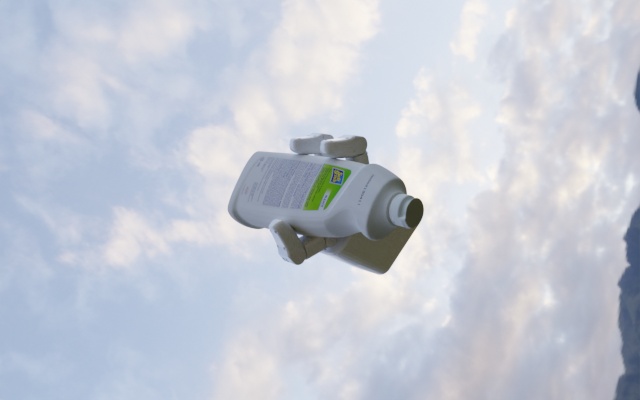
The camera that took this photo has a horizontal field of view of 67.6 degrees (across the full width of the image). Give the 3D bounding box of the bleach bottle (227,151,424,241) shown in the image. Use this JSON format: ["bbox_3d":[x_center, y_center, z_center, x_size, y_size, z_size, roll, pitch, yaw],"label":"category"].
[{"bbox_3d":[0.000,0.002,0.532,0.251,0.102,0.068,12,-14,47],"label":"bleach bottle"}]
